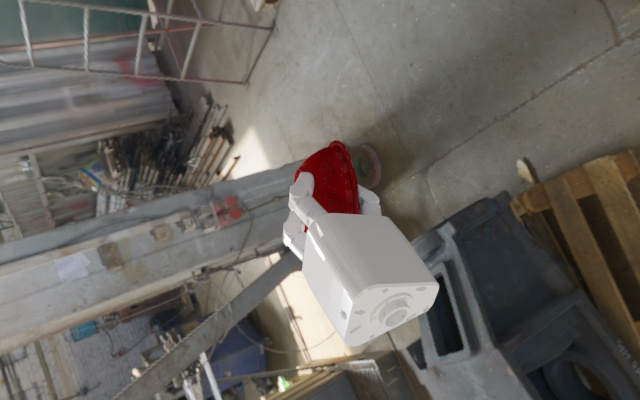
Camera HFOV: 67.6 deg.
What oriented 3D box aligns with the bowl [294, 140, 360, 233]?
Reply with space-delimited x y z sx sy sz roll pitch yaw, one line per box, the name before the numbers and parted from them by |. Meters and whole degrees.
bowl | -0.001 0.002 0.633 0.055 0.162 0.162 -4 1 -15
